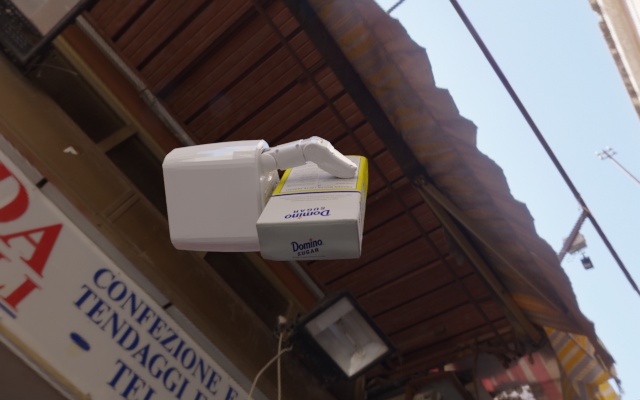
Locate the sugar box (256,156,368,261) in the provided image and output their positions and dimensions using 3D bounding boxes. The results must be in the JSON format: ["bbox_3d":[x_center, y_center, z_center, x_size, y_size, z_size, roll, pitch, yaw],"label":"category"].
[{"bbox_3d":[0.000,0.002,0.498,0.093,0.048,0.176,-2,25,10],"label":"sugar box"}]
